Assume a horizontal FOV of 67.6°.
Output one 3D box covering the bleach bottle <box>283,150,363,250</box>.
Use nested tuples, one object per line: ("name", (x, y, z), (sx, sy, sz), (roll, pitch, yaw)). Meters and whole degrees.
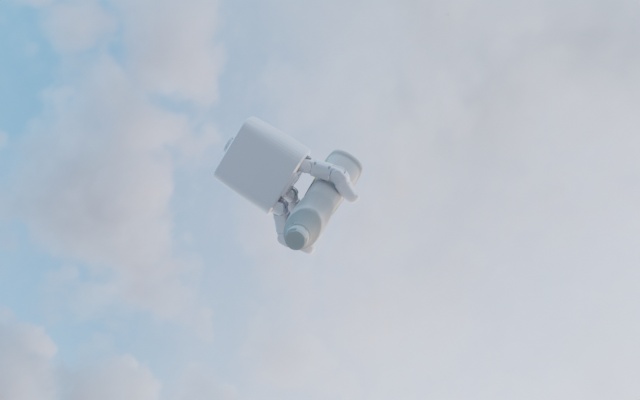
("bleach bottle", (0.000, 0.003, 0.740), (0.068, 0.103, 0.250), (33, 25, 1))
